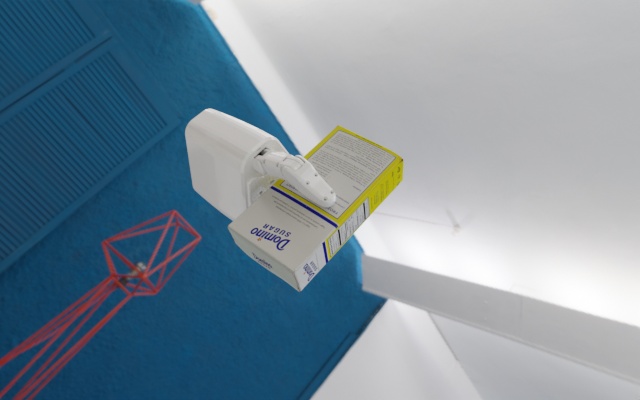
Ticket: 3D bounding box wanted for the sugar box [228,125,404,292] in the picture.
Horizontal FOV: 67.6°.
[{"bbox_3d":[0.000,0.002,0.500,0.093,0.176,0.048,31,-26,29],"label":"sugar box"}]
